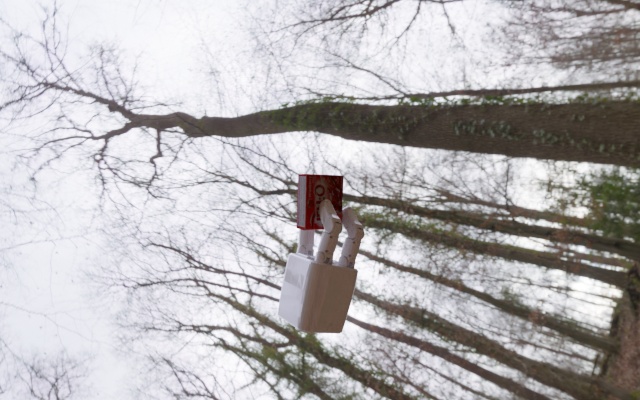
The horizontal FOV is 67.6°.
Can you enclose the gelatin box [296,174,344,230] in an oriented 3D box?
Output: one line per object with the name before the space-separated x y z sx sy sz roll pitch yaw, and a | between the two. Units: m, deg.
gelatin box | 0.000 0.002 0.769 0.073 0.089 0.030 0 3 -35
